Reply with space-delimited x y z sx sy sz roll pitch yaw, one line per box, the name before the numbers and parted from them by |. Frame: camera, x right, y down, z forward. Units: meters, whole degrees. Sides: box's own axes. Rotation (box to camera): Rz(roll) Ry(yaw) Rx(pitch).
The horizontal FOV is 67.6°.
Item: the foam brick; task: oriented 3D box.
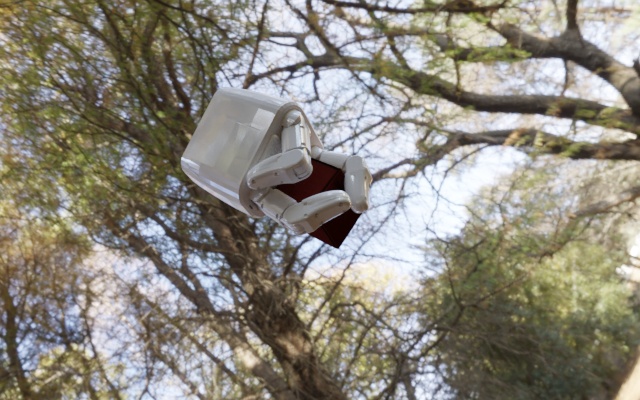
foam brick | 0.000 0.002 0.482 0.051 0.053 0.078 23 -22 36
